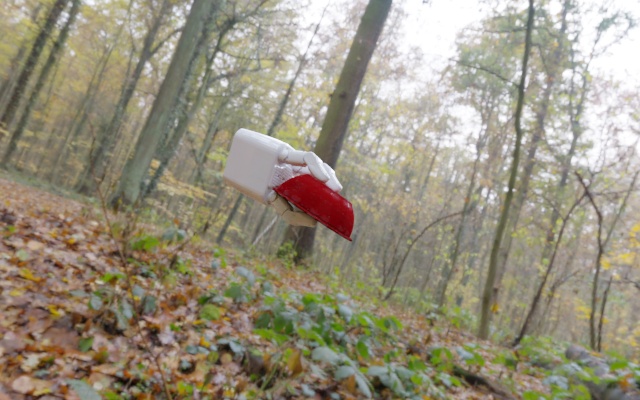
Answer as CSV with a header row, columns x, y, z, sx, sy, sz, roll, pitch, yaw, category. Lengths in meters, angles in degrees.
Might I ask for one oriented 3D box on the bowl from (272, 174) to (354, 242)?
x,y,z,sx,sy,sz,roll,pitch,yaw,category
0.001,0.003,0.801,0.162,0.055,0.162,34,0,0,bowl
